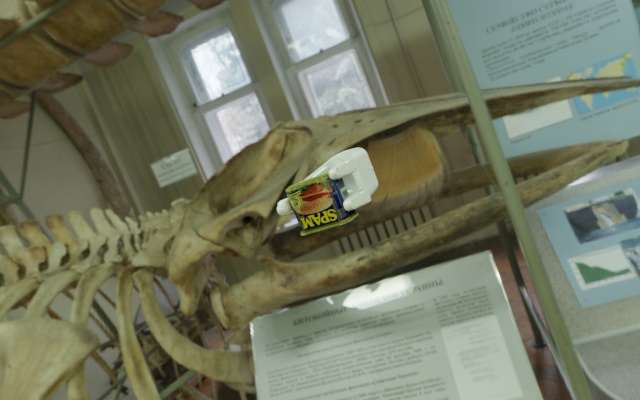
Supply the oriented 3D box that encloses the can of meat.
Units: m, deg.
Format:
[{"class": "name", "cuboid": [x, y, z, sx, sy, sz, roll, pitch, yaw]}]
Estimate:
[{"class": "can of meat", "cuboid": [0.000, 0.002, 0.793, 0.102, 0.084, 0.057, -17, 8, 32]}]
